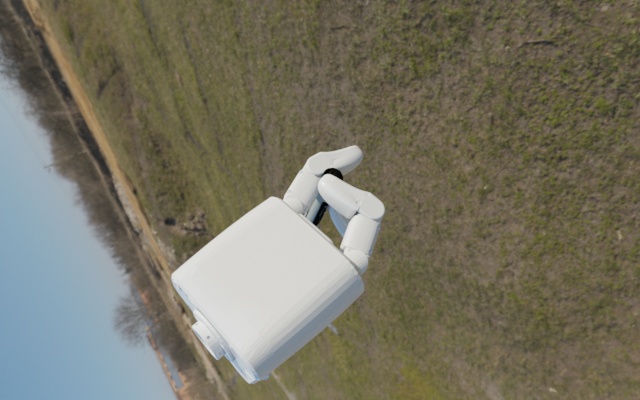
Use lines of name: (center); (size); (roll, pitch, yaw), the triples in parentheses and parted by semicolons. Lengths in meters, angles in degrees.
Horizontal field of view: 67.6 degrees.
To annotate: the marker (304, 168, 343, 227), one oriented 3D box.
marker: (0.000, 0.001, 0.466); (0.020, 0.020, 0.121); (0, -23, -13)
